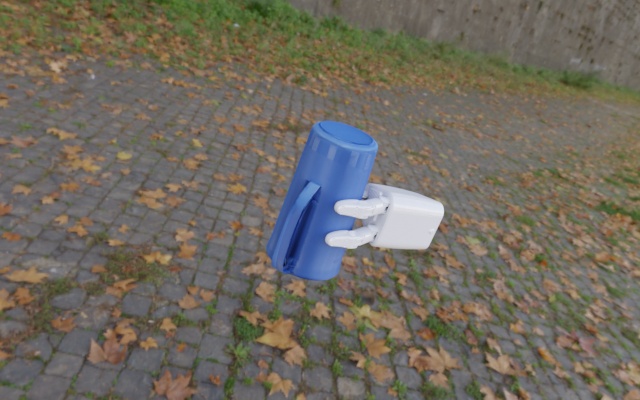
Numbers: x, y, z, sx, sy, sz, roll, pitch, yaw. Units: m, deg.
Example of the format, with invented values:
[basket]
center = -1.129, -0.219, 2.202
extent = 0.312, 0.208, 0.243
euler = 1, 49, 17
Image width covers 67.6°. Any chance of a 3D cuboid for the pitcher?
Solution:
[pitcher]
center = 0.000, 0.003, 0.774
extent = 0.145, 0.243, 0.149
euler = 9, 26, -21
